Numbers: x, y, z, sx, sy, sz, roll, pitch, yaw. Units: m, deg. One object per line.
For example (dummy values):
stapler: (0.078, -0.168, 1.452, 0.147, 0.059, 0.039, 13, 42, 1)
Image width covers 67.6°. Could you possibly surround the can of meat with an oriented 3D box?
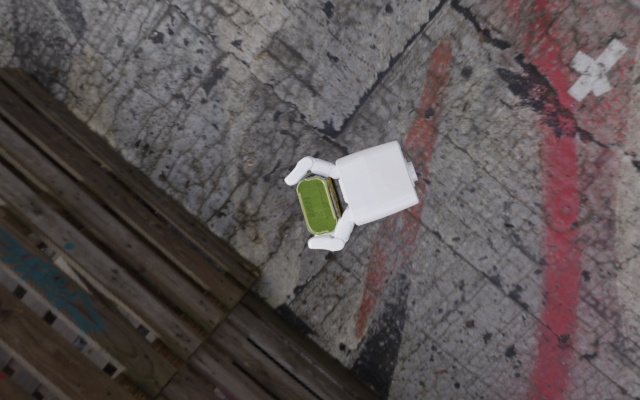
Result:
can of meat: (0.000, 0.003, 0.814, 0.057, 0.102, 0.084, -16, 7, 10)
